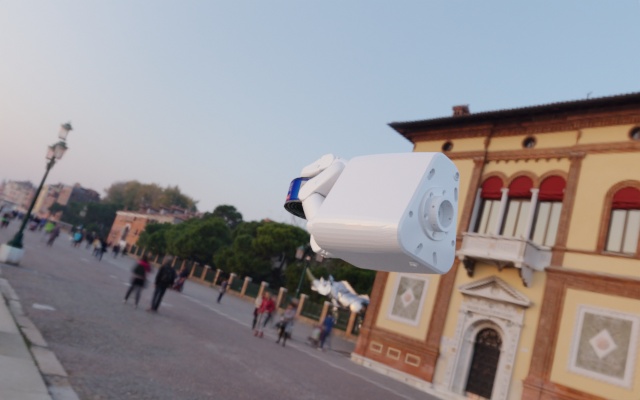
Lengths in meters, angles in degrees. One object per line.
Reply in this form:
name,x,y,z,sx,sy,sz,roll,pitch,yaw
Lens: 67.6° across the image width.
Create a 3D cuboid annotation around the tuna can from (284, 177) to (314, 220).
tuna can,0.000,0.001,0.588,0.086,0.033,0.086,12,-16,4
